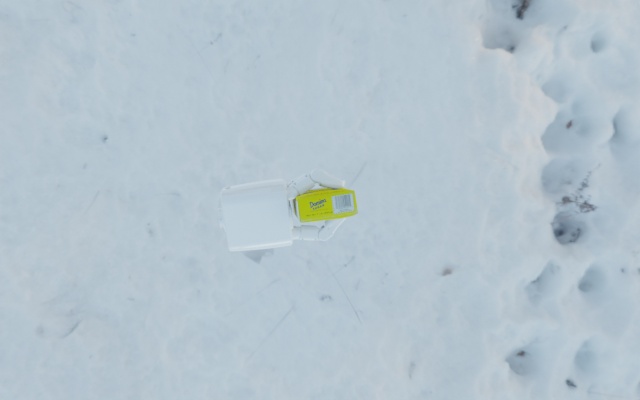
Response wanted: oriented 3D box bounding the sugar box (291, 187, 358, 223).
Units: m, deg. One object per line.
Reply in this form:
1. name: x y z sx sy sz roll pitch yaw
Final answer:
1. sugar box: 0.000 0.002 0.820 0.093 0.048 0.176 -7 7 -8
